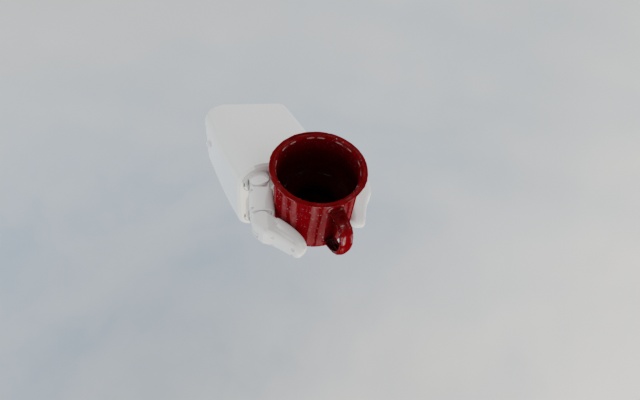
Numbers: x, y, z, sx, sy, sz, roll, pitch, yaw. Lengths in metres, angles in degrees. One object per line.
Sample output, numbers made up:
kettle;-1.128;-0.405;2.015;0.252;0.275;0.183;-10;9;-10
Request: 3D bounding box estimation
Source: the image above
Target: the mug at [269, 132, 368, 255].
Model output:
mug;0.001;0.003;0.469;0.093;0.117;0.082;-20;-32;-20
